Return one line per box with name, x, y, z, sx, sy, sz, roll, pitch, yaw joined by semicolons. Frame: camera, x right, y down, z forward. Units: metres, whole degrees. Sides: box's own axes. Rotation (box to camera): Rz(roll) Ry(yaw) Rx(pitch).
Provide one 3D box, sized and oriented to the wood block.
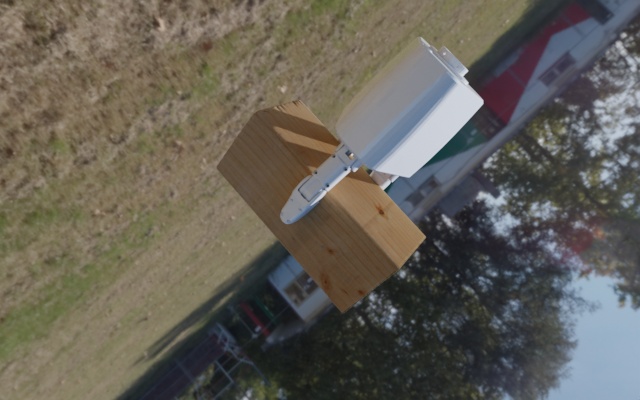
wood block;0.000;0.002;0.513;0.090;0.206;0.090;-47;-8;35
